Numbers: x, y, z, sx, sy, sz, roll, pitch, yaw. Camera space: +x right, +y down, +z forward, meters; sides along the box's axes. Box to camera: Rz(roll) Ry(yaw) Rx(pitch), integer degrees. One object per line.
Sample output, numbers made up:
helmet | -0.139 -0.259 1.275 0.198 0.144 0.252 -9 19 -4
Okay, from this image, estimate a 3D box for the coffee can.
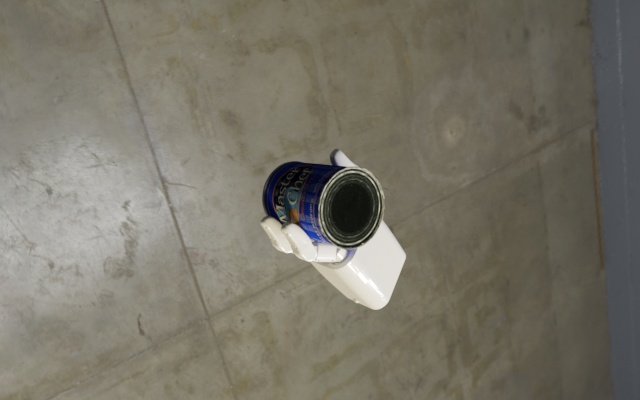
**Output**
coffee can | 0.000 0.002 0.633 0.103 0.103 0.140 0 6 -35
